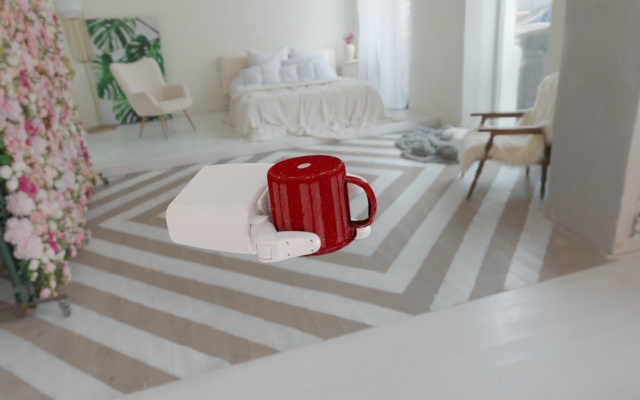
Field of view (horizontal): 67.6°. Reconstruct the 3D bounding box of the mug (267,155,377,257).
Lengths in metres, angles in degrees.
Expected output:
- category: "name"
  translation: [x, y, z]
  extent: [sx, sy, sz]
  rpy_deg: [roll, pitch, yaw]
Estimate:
- category: "mug"
  translation: [0.001, 0.001, 0.494]
  extent: [0.117, 0.081, 0.093]
  rpy_deg: [2, 23, 21]
